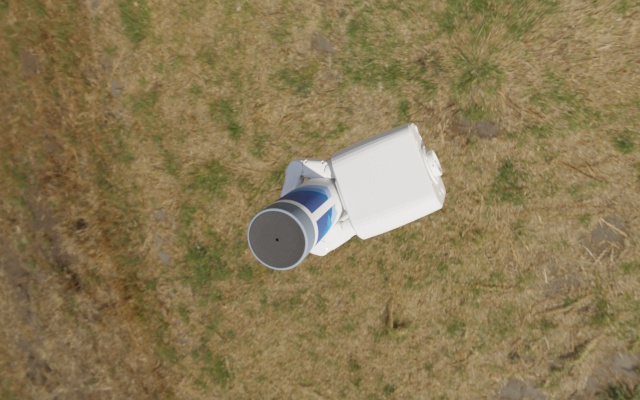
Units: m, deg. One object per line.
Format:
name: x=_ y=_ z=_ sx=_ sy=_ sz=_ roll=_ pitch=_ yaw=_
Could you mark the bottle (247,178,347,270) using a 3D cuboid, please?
bottle: x=0.000 y=0.002 z=0.617 sx=0.069 sy=0.069 sz=0.295 roll=0 pitch=15 yaw=18
